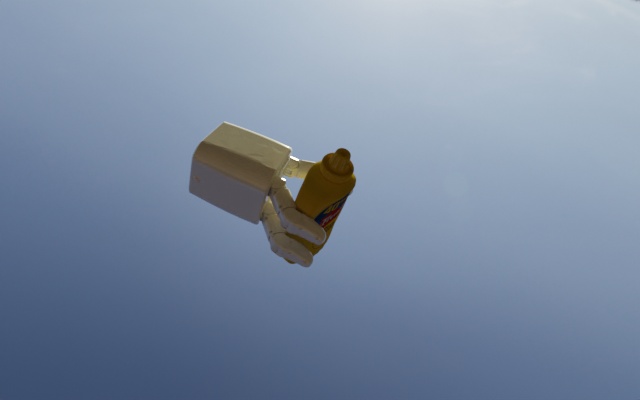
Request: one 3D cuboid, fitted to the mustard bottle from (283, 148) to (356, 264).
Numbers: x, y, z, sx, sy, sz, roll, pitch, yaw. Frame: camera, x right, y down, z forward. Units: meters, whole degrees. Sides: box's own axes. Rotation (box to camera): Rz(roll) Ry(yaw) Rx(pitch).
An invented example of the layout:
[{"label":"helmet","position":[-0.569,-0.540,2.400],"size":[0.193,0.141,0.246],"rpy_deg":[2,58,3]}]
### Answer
[{"label":"mustard bottle","position":[0.000,0.002,0.629],"size":[0.096,0.058,0.192],"rpy_deg":[-36,-20,-38]}]
